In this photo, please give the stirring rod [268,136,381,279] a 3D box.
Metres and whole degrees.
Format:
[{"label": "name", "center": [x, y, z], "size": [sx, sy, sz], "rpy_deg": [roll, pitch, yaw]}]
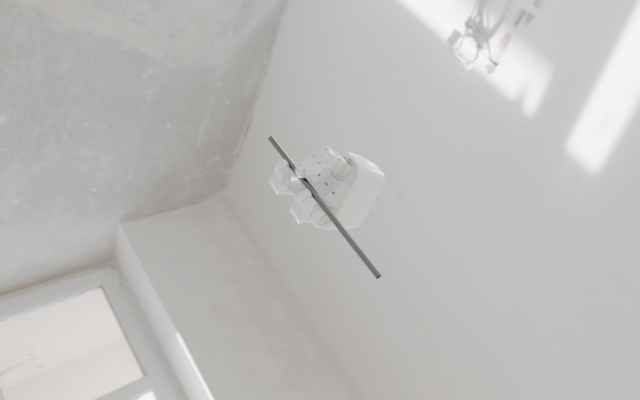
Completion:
[{"label": "stirring rod", "center": [0.000, 0.002, 0.604], "size": [0.011, 0.239, 0.011], "rpy_deg": [-31, -24, -15]}]
